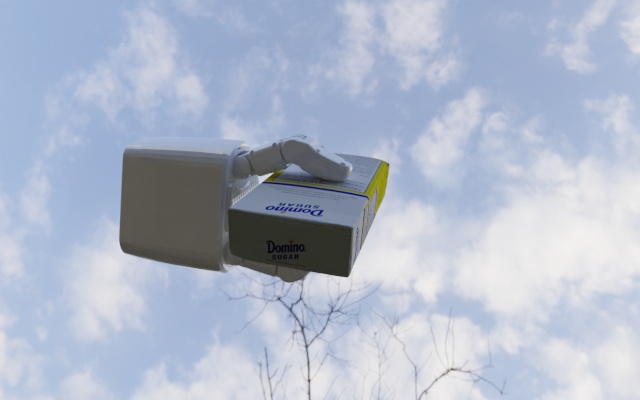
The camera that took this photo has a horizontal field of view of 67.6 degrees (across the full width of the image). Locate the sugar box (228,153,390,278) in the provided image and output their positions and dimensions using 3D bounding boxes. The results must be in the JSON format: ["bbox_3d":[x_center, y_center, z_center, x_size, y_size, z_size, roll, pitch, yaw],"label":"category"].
[{"bbox_3d":[0.000,0.002,0.408,0.093,0.048,0.176,8,24,14],"label":"sugar box"}]
